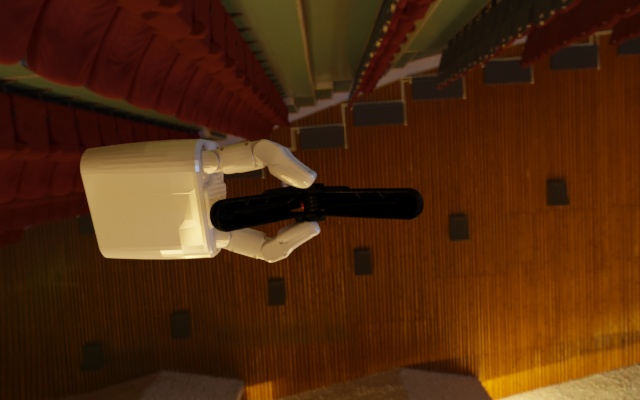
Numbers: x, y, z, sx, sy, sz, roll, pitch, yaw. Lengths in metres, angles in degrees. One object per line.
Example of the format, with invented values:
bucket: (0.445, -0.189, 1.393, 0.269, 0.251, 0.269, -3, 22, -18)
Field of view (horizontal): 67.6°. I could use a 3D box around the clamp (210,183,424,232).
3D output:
clamp: (0.000, 0.002, 0.452, 0.164, 0.036, 0.210, -2, 4, 1)
